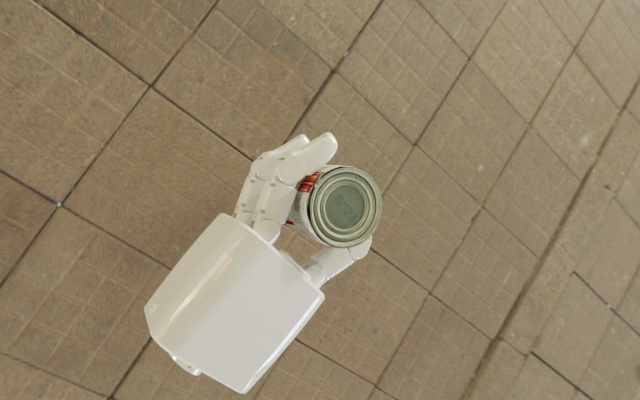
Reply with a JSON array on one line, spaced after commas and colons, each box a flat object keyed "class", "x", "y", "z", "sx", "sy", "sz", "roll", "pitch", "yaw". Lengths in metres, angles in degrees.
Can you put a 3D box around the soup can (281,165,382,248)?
[{"class": "soup can", "x": 0.001, "y": 0.001, "z": 0.422, "sx": 0.068, "sy": 0.068, "sz": 0.102, "roll": 0, "pitch": 5, "yaw": -24}]
